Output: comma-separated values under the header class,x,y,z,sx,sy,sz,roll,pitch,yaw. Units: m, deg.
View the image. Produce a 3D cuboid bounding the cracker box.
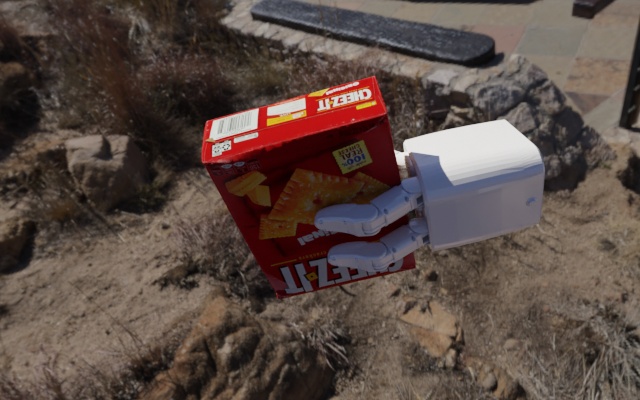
class,x,y,z,sx,sy,sz,roll,pitch,yaw
cracker box,0.000,0.001,0.481,0.164,0.214,0.072,-14,43,7
